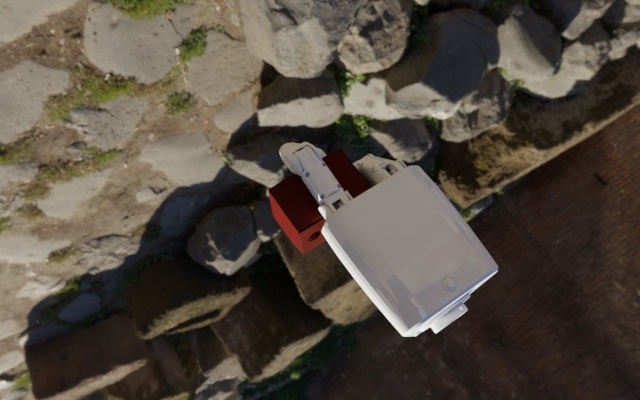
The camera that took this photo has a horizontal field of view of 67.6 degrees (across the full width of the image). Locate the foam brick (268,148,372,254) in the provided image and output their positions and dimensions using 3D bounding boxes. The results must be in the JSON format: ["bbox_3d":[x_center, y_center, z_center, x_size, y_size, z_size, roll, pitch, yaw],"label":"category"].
[{"bbox_3d":[0.000,0.002,0.428,0.078,0.051,0.053,-31,-22,-13],"label":"foam brick"}]
